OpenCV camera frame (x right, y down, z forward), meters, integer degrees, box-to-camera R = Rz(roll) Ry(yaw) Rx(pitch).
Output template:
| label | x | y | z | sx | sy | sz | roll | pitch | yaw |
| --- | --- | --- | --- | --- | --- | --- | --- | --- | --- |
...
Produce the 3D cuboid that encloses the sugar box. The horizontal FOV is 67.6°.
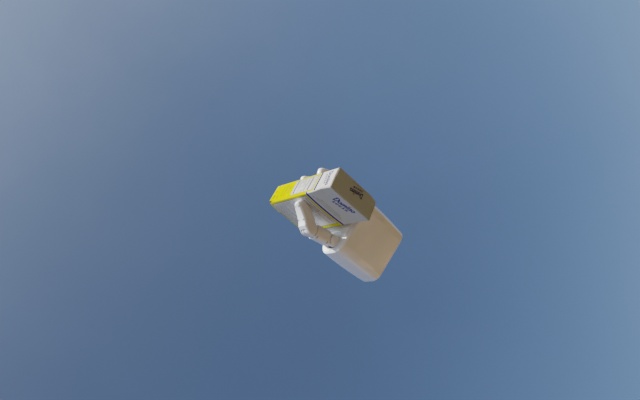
| label | x | y | z | sx | sy | sz | roll | pitch | yaw |
| --- | --- | --- | --- | --- | --- | --- | --- | --- | --- |
| sugar box | 0.000 | 0.002 | 0.803 | 0.093 | 0.048 | 0.176 | 41 | -33 | -26 |
